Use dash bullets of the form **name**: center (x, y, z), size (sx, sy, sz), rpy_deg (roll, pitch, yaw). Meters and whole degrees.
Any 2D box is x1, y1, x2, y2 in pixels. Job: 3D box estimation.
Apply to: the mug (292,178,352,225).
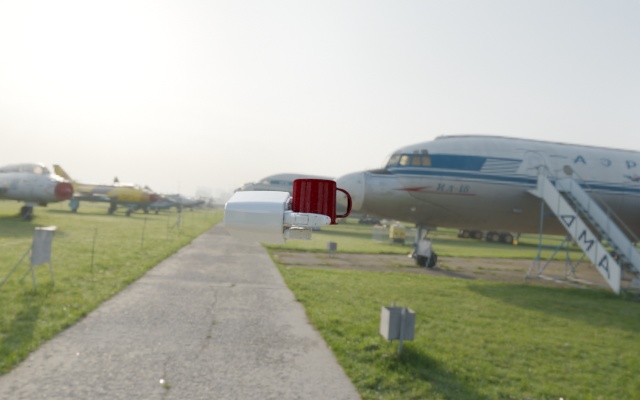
- **mug**: center (0.002, 0.003, 0.883), size (0.117, 0.081, 0.093), rpy_deg (2, -2, 2)
